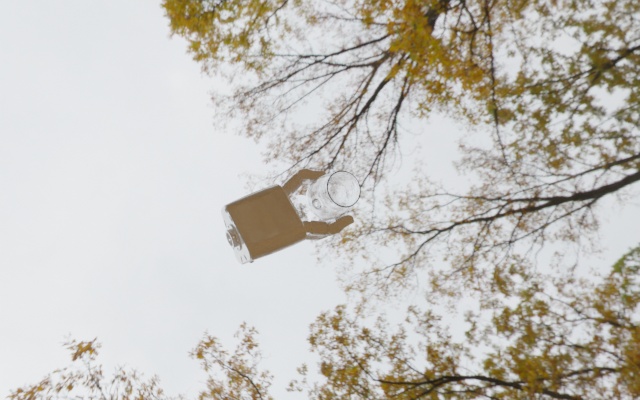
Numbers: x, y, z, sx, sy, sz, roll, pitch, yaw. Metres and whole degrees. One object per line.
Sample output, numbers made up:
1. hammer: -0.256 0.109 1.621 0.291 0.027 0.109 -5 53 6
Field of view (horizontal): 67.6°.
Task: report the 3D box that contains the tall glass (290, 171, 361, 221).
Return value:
1. tall glass: 0.000 0.003 0.863 0.079 0.079 0.201 0 -13 -24
